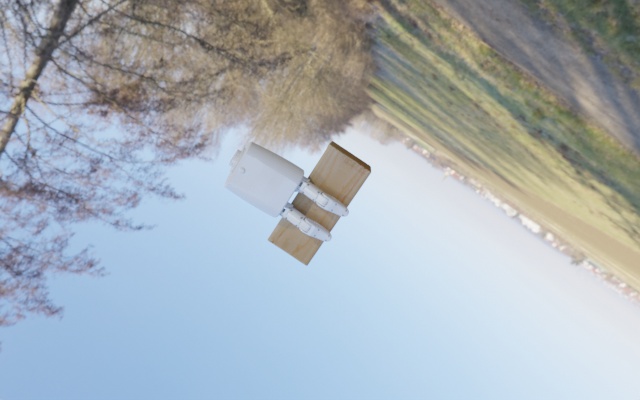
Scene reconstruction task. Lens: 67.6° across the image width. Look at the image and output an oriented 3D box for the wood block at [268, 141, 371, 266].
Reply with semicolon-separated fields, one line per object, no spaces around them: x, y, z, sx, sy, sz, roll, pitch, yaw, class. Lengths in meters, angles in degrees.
0.000;0.003;0.880;0.090;0.206;0.091;33;13;-2;wood block
